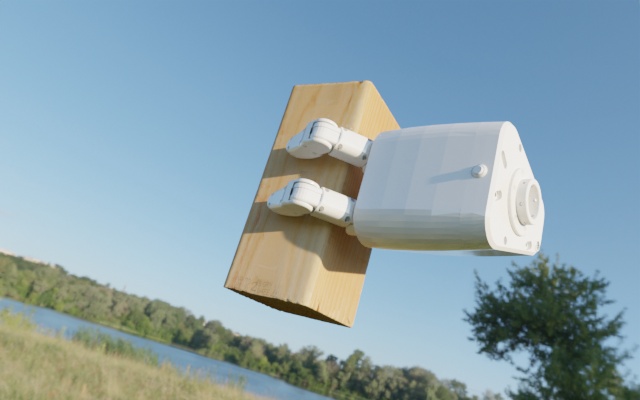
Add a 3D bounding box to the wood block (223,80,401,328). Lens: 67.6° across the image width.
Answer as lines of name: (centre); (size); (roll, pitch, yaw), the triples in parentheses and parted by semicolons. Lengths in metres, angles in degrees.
wood block: (0.001, 0.002, 0.450); (0.090, 0.206, 0.091); (5, -22, 32)
